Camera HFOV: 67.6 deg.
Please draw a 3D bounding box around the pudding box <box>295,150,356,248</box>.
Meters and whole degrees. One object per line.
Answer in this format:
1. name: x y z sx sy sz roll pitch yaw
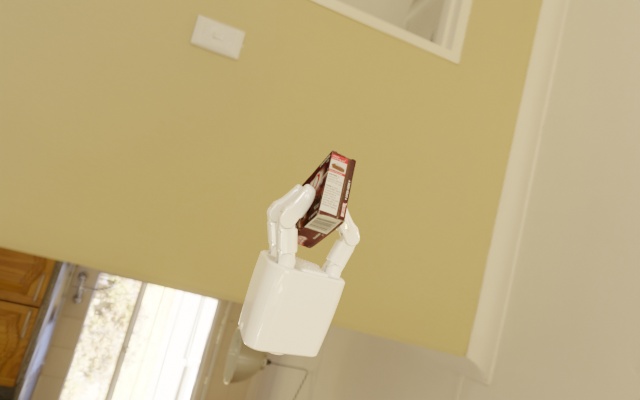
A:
1. pudding box: 0.000 0.002 0.612 0.039 0.090 0.113 21 -28 -17
